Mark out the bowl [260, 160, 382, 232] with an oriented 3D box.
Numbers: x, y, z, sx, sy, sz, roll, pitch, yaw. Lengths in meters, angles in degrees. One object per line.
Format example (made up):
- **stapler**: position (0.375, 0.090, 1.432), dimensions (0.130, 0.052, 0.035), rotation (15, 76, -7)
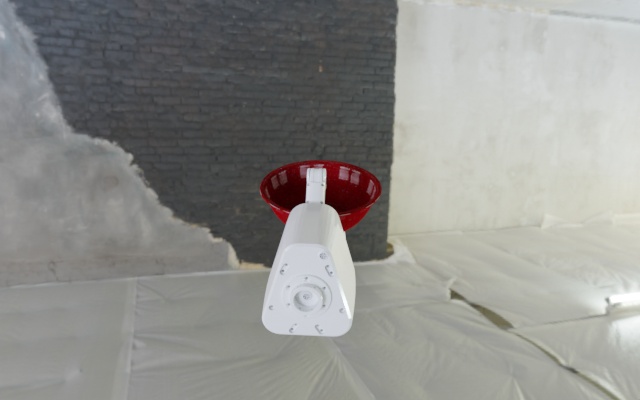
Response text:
- **bowl**: position (0.001, 0.002, 0.649), dimensions (0.162, 0.055, 0.162), rotation (0, 30, 0)
